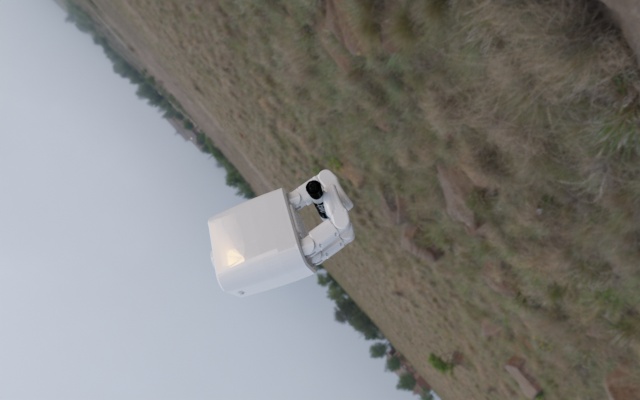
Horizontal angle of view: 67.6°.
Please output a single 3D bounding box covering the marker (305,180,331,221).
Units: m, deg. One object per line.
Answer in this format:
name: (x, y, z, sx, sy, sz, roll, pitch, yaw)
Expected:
marker: (0.000, 0.002, 0.608, 0.020, 0.020, 0.121, 0, -18, 10)
